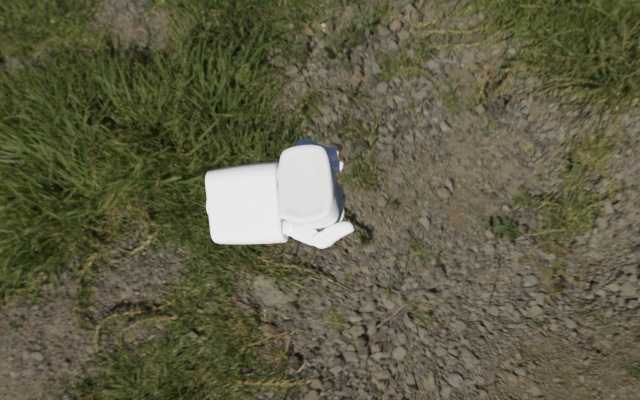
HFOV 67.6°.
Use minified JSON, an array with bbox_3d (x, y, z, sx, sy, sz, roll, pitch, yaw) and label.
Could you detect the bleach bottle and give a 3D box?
[{"bbox_3d":[0.000,0.002,0.698,0.068,0.102,0.251,-4,-13,9],"label":"bleach bottle"}]
